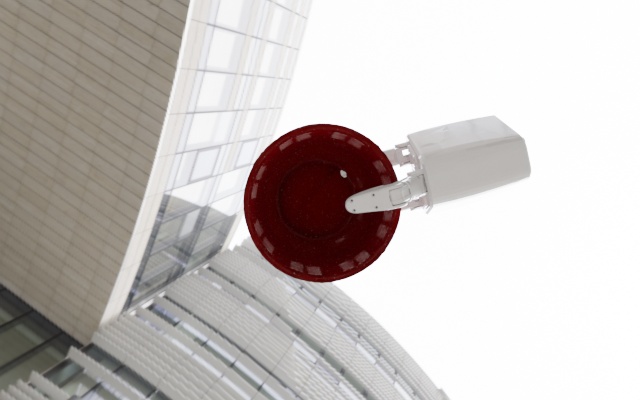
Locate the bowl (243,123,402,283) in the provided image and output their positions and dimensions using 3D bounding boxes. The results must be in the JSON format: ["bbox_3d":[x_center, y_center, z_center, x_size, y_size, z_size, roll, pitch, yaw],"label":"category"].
[{"bbox_3d":[-0.001,0.002,0.504,0.162,0.162,0.055,0,5,-9],"label":"bowl"}]
